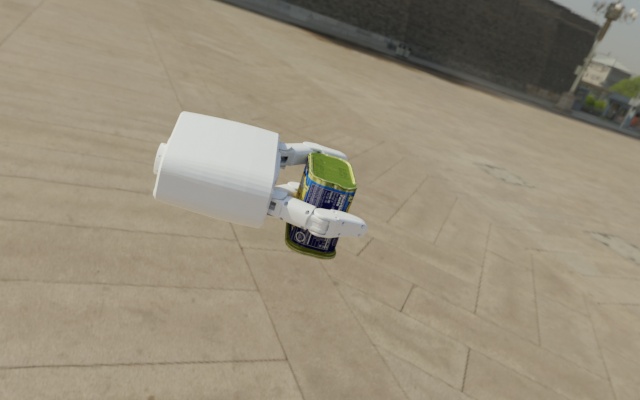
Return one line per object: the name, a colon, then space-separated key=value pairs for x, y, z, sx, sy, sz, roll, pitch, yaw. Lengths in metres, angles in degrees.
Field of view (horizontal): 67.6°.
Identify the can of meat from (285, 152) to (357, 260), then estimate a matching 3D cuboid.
can of meat: x=0.000 y=0.001 z=0.524 sx=0.057 sy=0.084 sz=0.102 roll=15 pitch=22 yaw=-9
